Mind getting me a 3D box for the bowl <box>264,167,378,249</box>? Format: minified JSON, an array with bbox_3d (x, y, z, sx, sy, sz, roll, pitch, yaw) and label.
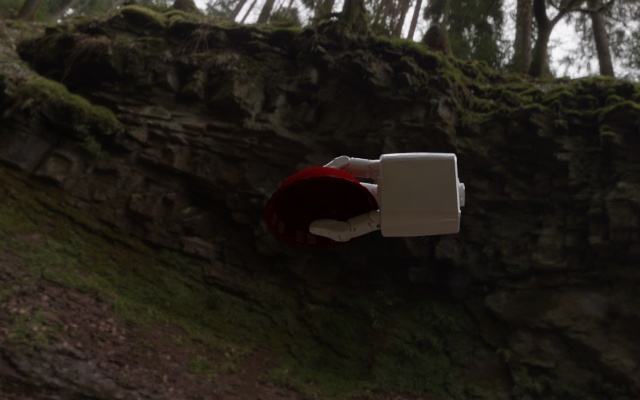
[{"bbox_3d":[-0.001,0.002,0.691,0.162,0.055,0.162,-2,-40,-2],"label":"bowl"}]
